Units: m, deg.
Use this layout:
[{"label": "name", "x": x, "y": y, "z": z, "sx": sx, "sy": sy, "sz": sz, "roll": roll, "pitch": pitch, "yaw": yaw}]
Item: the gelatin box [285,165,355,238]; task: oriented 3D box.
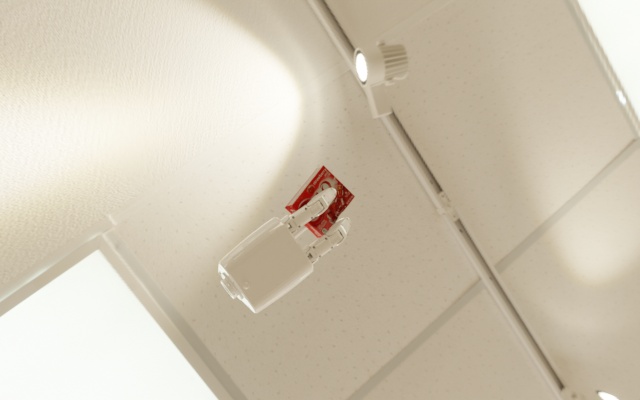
[{"label": "gelatin box", "x": 0.000, "y": 0.002, "z": 0.745, "sx": 0.073, "sy": 0.089, "sz": 0.030, "roll": 44, "pitch": -22, "yaw": -15}]
